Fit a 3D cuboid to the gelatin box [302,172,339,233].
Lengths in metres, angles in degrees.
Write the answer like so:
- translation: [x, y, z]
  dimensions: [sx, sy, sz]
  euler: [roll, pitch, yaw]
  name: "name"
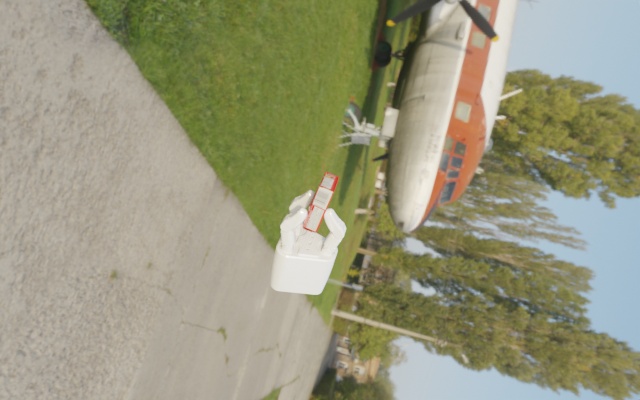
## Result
- translation: [0.001, 0.003, 0.845]
  dimensions: [0.030, 0.089, 0.073]
  euler: [23, 25, 0]
  name: "gelatin box"
